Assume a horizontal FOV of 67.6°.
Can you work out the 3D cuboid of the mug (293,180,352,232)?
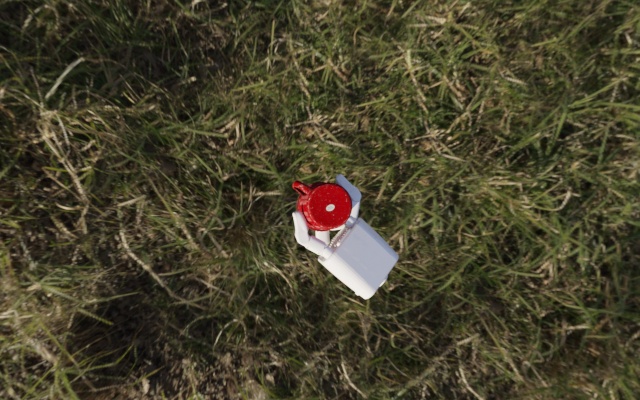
[{"bbox_3d":[-0.001,0.002,0.850,0.117,0.093,0.081,40,-8,-7],"label":"mug"}]
